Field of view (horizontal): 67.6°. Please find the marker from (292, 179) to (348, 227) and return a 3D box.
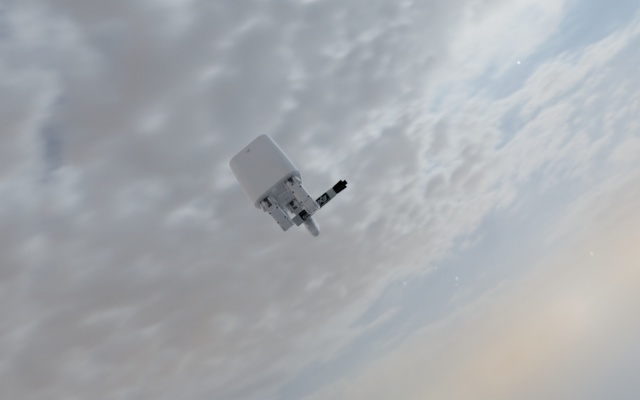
[{"bbox_3d":[0.000,0.003,0.869,0.121,0.020,0.020,-39,-1,2],"label":"marker"}]
